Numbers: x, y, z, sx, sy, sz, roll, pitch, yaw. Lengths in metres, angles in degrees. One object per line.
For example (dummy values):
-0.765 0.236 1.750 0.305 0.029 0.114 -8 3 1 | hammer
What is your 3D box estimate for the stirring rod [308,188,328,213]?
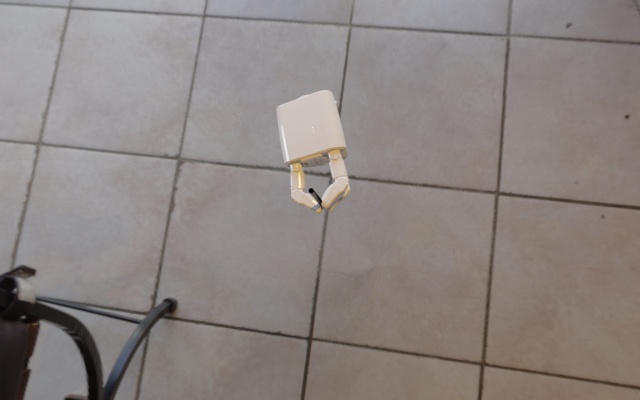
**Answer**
0.000 0.003 0.796 0.011 0.011 0.239 0 -8 6 | stirring rod
